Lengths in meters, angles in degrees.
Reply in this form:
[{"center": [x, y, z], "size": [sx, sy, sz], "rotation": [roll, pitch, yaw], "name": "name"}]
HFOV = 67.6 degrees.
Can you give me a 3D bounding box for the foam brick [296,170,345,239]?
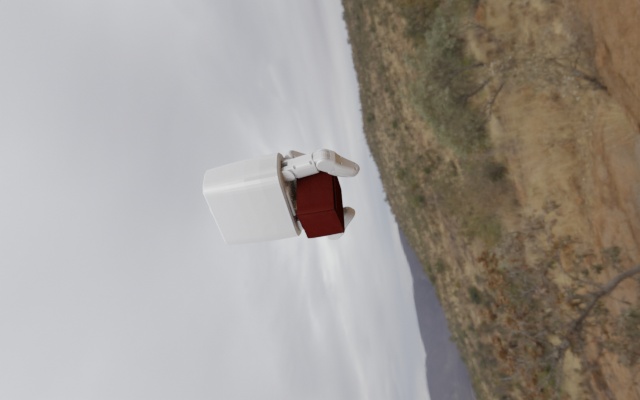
[{"center": [0.000, 0.002, 0.621], "size": [0.051, 0.078, 0.053], "rotation": [-11, -42, 9], "name": "foam brick"}]
